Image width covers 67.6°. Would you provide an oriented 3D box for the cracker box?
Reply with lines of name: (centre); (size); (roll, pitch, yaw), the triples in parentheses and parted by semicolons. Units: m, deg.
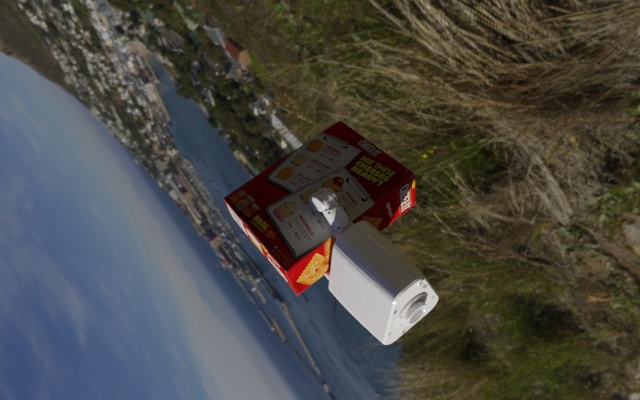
cracker box: (0.000, 0.002, 0.666); (0.213, 0.072, 0.164); (-35, 52, -16)
